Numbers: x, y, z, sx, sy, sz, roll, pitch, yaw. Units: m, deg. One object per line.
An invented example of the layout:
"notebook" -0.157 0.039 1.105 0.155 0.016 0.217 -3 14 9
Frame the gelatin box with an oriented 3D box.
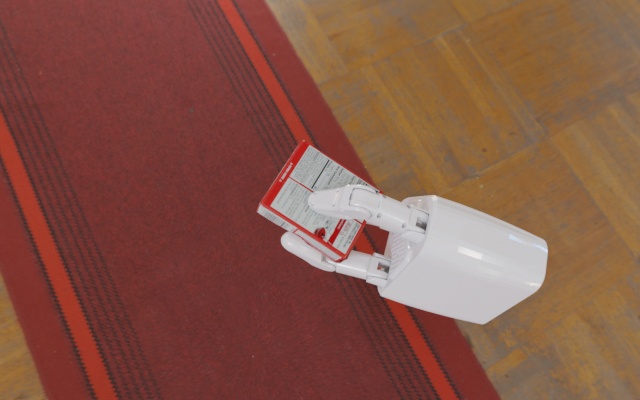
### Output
"gelatin box" 0.000 0.001 0.424 0.089 0.073 0.030 33 -21 -5
